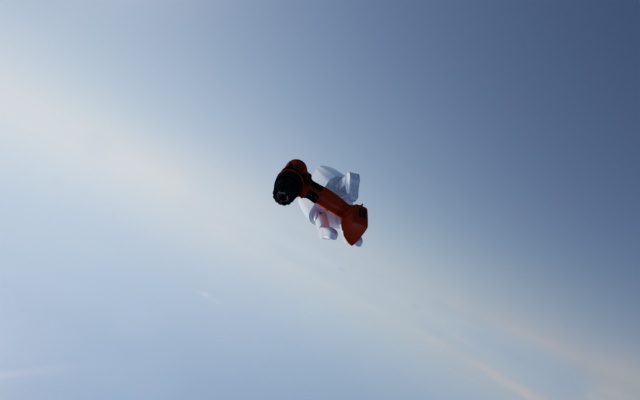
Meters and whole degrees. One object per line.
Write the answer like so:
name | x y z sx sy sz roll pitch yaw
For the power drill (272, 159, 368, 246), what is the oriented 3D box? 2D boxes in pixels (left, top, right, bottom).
power drill | 0.000 0.003 0.882 0.187 0.057 0.184 36 20 -8
